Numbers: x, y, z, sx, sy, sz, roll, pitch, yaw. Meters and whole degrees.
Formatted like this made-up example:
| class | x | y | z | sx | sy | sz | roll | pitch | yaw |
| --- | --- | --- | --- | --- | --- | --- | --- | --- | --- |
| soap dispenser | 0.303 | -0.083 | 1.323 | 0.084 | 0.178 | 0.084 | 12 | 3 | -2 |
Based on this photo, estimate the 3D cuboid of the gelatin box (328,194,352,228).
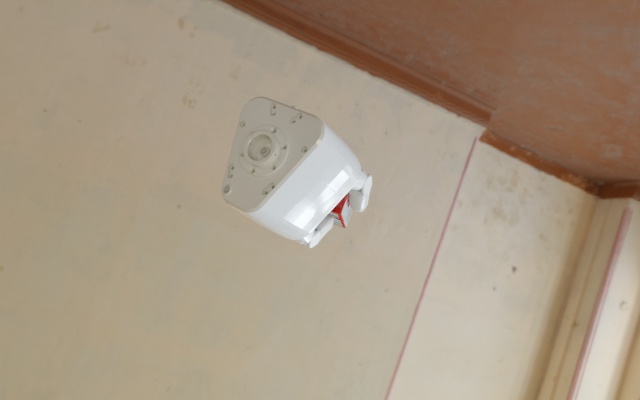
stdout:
| class | x | y | z | sx | sy | sz | roll | pitch | yaw |
| --- | --- | --- | --- | --- | --- | --- | --- | --- | --- |
| gelatin box | 0.000 | 0.002 | 0.604 | 0.073 | 0.030 | 0.089 | 20 | -11 | 12 |
